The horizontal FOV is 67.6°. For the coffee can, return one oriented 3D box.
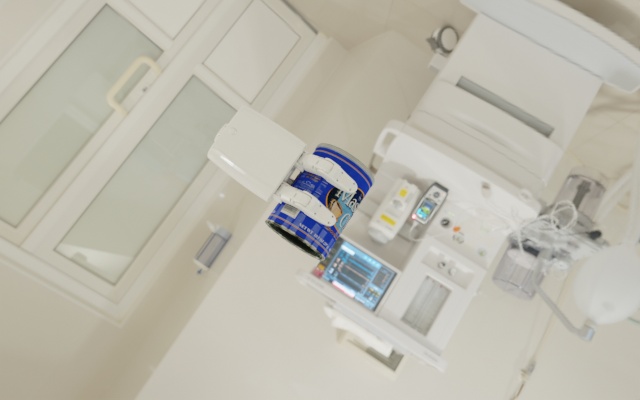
[{"bbox_3d":[0.000,0.002,0.701,0.103,0.140,0.103,32,-13,8],"label":"coffee can"}]
